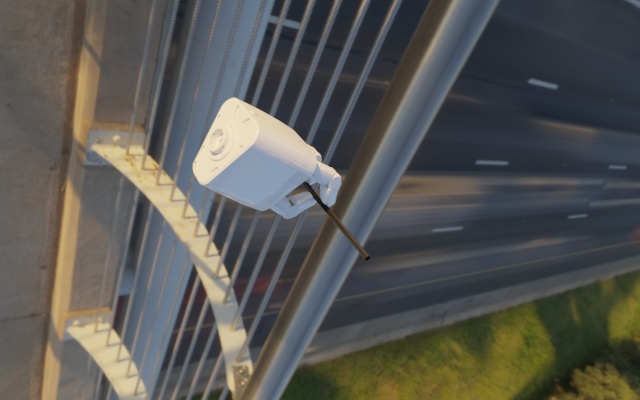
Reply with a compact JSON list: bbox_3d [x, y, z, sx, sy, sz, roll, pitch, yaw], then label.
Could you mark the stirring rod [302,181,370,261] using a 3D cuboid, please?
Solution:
[{"bbox_3d":[0.000,0.002,0.682,0.011,0.011,0.239,0,36,-38],"label":"stirring rod"}]
